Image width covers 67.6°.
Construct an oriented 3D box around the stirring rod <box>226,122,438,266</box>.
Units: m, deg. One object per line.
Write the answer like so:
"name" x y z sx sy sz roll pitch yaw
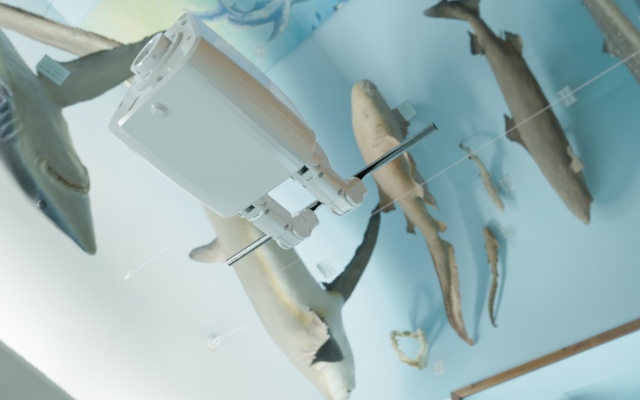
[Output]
"stirring rod" 0.000 0.001 0.431 0.239 0.011 0.011 -34 -15 24
